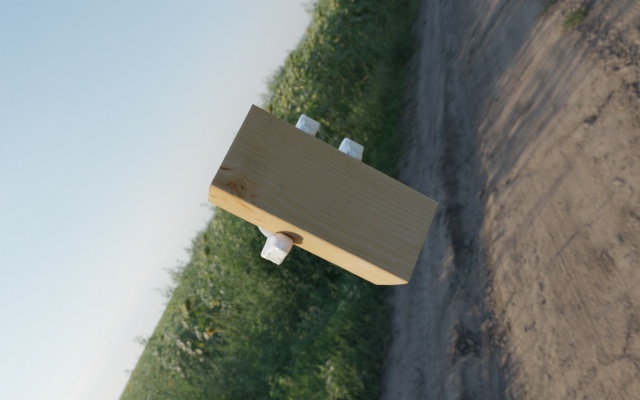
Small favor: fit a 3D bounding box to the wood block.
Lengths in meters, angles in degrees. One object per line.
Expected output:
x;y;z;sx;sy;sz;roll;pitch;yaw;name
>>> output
0.000;0.002;0.488;0.206;0.090;0.090;27;-16;-9;wood block
